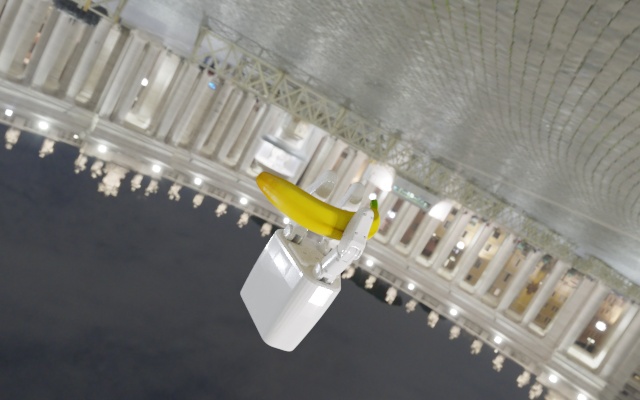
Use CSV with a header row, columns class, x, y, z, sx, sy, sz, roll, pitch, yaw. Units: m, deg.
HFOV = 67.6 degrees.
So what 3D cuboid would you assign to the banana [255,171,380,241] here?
class,x,y,z,sx,sy,sz,roll,pitch,yaw
banana,0.010,0.015,0.561,0.198,0.037,0.069,15,34,-43
